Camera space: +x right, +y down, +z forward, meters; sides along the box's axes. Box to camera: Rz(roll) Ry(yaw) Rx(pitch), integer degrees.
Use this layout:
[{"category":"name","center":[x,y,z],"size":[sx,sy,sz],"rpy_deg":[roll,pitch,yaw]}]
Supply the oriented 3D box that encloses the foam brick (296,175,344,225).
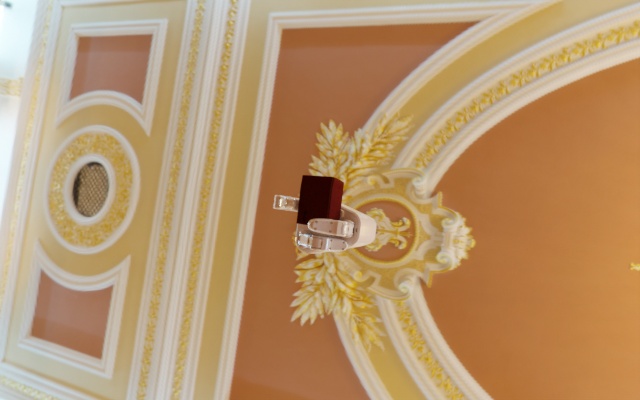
[{"category":"foam brick","center":[0.000,0.002,0.739],"size":[0.053,0.078,0.051],"rpy_deg":[7,-2,23]}]
